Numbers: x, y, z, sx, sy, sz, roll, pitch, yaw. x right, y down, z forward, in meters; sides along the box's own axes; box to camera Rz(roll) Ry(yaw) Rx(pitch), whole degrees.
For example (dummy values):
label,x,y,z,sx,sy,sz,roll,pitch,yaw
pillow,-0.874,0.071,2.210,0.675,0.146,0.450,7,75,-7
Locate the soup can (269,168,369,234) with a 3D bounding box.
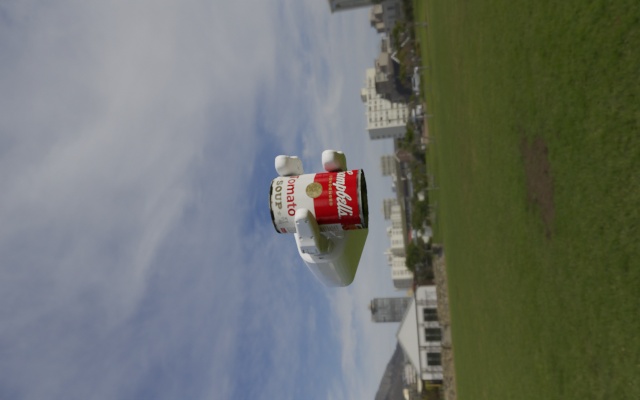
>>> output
label,x,y,z,sx,sy,sz,roll,pitch,yaw
soup can,0.000,0.002,0.542,0.102,0.068,0.068,-5,-1,12
